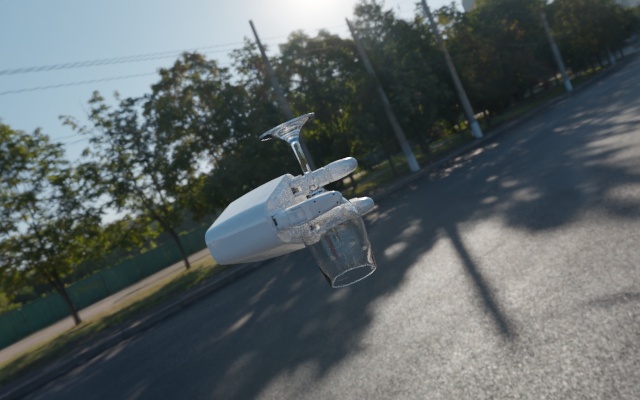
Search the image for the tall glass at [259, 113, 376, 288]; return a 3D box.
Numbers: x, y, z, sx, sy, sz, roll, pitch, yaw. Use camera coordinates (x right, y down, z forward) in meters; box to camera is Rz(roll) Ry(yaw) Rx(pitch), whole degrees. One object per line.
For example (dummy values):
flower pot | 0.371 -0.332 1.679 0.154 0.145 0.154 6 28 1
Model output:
tall glass | 0.000 0.001 0.578 0.079 0.201 0.079 -24 3 1
